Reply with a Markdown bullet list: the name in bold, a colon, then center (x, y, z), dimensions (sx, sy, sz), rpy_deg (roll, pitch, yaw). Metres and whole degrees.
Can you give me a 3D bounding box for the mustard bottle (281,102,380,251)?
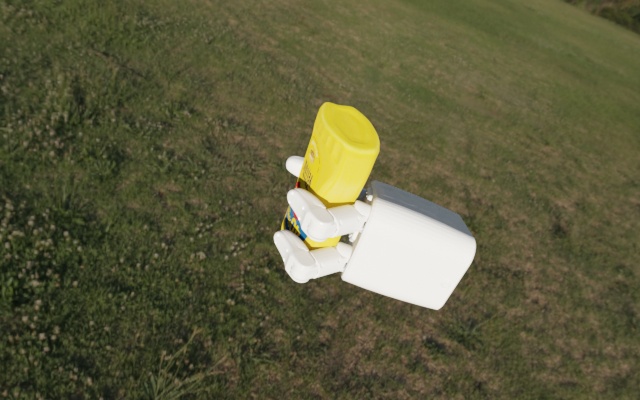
- **mustard bottle**: center (0.000, 0.001, 0.503), dimensions (0.058, 0.192, 0.096), rpy_deg (6, 36, -21)
